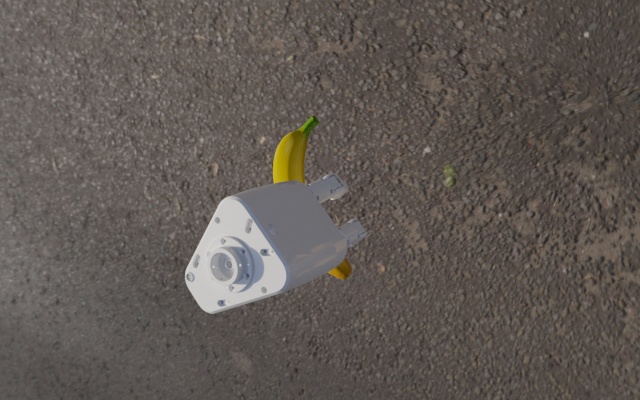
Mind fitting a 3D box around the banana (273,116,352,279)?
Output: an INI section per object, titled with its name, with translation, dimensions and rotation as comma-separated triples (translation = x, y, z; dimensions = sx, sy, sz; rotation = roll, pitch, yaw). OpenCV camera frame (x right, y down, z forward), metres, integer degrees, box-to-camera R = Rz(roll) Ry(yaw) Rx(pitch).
[banana]
translation = -0.017, 0.003, 0.570
dimensions = 0.069, 0.198, 0.037
rotation = -13, -1, 25
